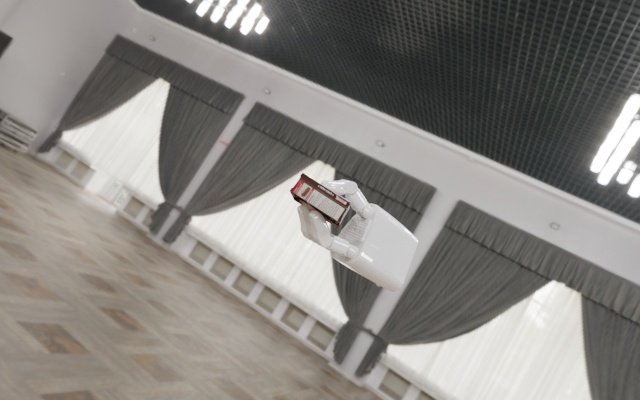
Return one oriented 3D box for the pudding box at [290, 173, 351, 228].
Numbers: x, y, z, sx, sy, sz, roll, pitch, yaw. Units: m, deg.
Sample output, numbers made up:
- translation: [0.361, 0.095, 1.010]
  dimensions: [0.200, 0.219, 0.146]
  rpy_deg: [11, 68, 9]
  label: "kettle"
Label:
- translation: [0.000, 0.002, 0.754]
  dimensions: [0.090, 0.039, 0.113]
  rpy_deg: [32, -8, 4]
  label: "pudding box"
